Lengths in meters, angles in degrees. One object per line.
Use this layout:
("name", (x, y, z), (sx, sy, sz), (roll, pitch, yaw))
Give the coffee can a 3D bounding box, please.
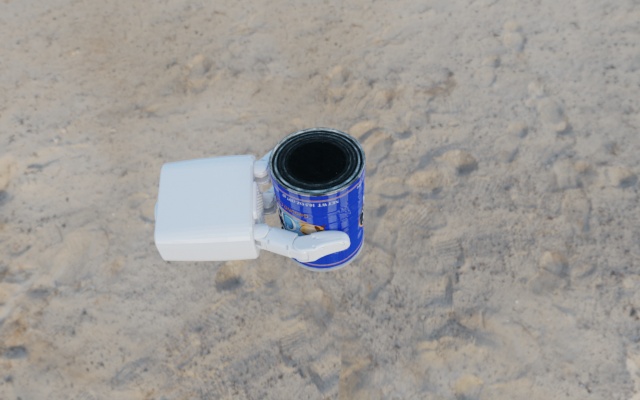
("coffee can", (0.000, 0.002, 0.553), (0.103, 0.102, 0.140), (0, -41, 4))
